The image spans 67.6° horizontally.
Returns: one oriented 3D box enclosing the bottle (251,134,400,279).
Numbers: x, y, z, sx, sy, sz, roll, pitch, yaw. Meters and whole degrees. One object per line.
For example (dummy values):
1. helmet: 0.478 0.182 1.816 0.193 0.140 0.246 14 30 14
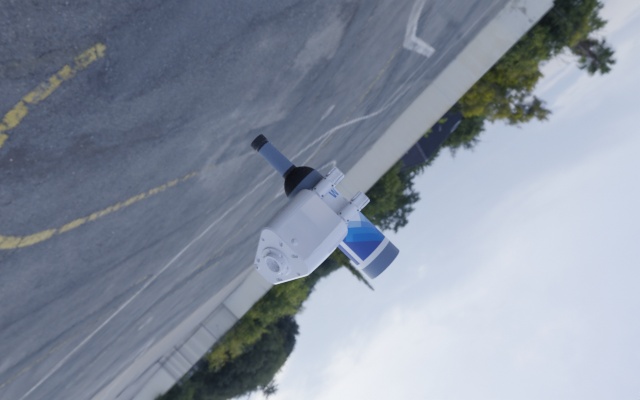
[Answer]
1. bottle: 0.000 0.003 0.780 0.295 0.069 0.069 44 1 1
